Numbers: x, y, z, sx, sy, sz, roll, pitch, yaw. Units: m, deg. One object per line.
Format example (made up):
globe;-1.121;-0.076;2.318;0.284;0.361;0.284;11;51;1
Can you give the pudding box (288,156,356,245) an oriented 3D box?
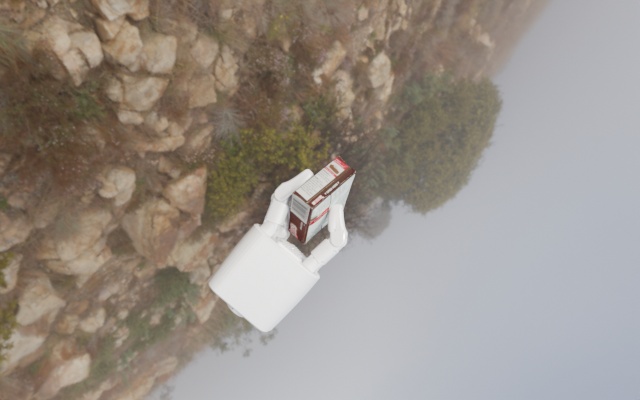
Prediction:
pudding box;0.000;0.002;0.673;0.090;0.039;0.114;-41;-16;-26
